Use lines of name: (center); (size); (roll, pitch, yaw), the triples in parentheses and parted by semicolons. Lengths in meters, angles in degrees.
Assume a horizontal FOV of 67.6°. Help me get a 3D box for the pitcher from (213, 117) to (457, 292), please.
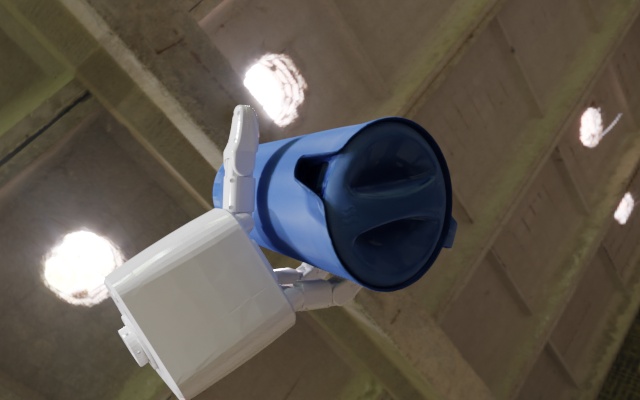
pitcher: (0.000, 0.002, 0.461); (0.145, 0.149, 0.243); (-33, 21, -29)
